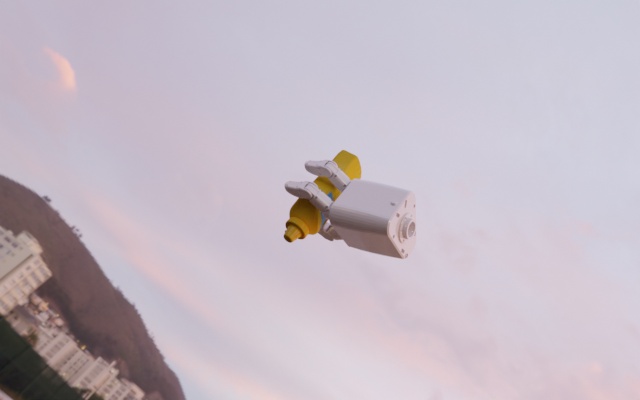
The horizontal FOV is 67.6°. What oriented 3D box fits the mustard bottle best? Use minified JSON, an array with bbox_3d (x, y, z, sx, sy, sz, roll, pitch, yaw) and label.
[{"bbox_3d":[0.000,0.002,0.821,0.058,0.191,0.096,29,-35,17],"label":"mustard bottle"}]
